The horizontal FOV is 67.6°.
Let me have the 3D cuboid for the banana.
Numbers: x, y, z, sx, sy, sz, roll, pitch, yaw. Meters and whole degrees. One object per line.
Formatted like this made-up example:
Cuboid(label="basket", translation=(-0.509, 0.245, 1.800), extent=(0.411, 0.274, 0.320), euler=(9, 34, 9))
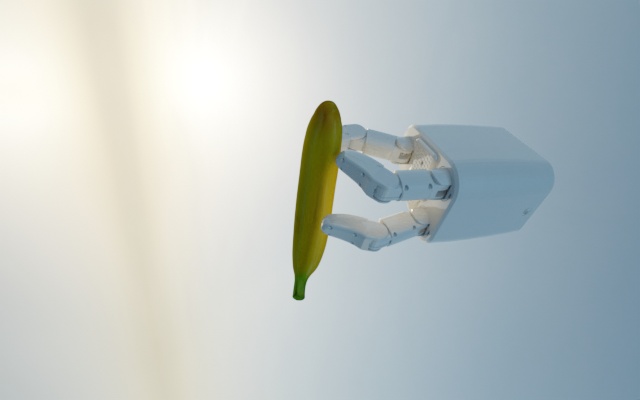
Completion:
Cuboid(label="banana", translation=(-0.003, -0.004, 0.454), extent=(0.037, 0.198, 0.069), euler=(3, 25, -10))
